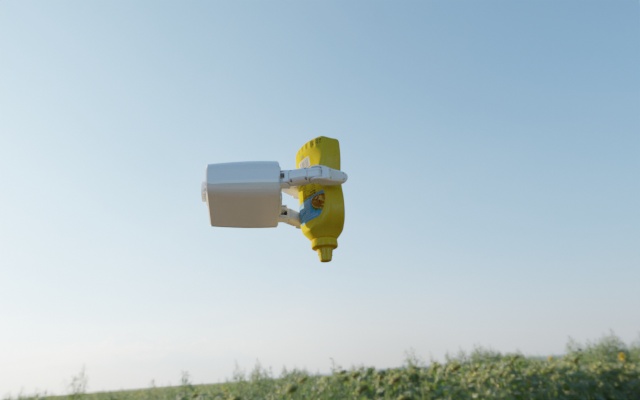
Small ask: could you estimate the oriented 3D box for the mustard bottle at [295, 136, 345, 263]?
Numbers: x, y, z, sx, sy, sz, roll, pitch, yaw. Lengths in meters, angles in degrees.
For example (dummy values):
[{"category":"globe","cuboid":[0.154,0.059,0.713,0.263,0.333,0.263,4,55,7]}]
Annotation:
[{"category":"mustard bottle","cuboid":[0.000,0.002,0.749,0.058,0.191,0.096,9,-25,-31]}]
